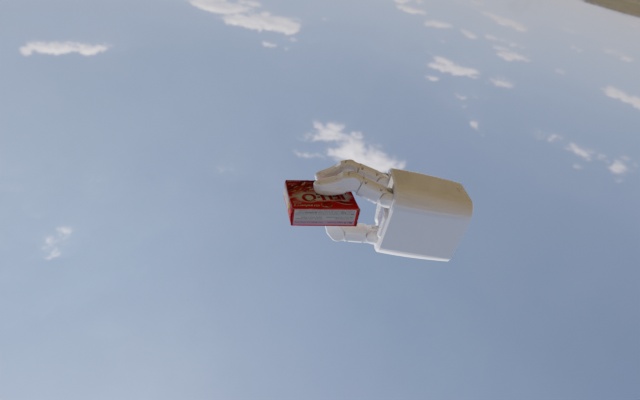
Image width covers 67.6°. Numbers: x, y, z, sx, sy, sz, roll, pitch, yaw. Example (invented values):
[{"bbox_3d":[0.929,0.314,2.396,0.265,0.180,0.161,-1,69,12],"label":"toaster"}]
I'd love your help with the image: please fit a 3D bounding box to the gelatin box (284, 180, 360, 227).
[{"bbox_3d":[0.000,0.002,0.626,0.089,0.030,0.073,1,31,-13],"label":"gelatin box"}]
